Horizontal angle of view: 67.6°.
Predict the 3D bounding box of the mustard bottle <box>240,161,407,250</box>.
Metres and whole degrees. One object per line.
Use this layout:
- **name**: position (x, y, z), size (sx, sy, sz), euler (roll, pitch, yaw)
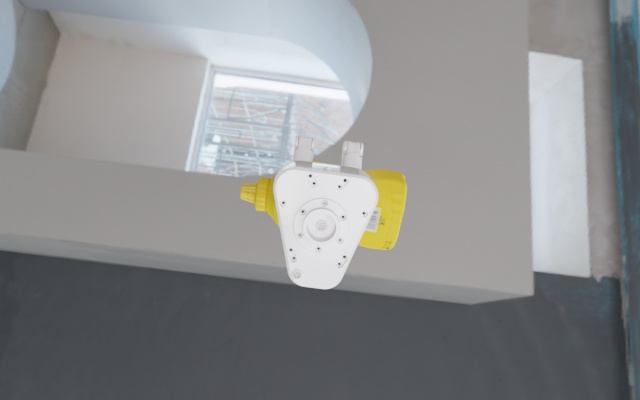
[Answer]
- **mustard bottle**: position (0.000, 0.002, 0.571), size (0.191, 0.096, 0.058), euler (7, 30, 0)
